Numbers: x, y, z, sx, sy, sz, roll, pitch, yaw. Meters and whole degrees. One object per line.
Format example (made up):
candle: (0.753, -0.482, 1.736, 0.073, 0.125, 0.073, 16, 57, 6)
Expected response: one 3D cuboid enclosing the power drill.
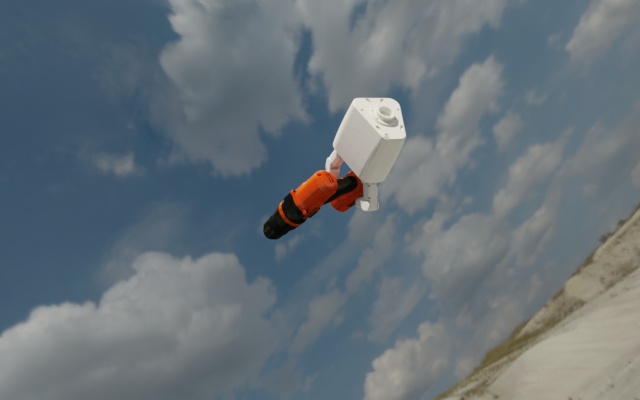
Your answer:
power drill: (0.001, 0.003, 0.878, 0.184, 0.057, 0.187, -39, -12, 36)
